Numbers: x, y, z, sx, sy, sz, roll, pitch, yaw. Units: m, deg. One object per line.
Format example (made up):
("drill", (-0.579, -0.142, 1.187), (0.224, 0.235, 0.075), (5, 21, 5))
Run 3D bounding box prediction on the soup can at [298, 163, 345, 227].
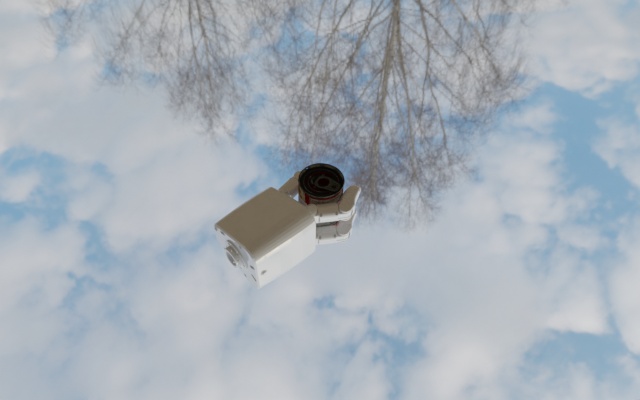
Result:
("soup can", (0.000, 0.002, 0.731), (0.068, 0.068, 0.102), (0, -40, -2))
